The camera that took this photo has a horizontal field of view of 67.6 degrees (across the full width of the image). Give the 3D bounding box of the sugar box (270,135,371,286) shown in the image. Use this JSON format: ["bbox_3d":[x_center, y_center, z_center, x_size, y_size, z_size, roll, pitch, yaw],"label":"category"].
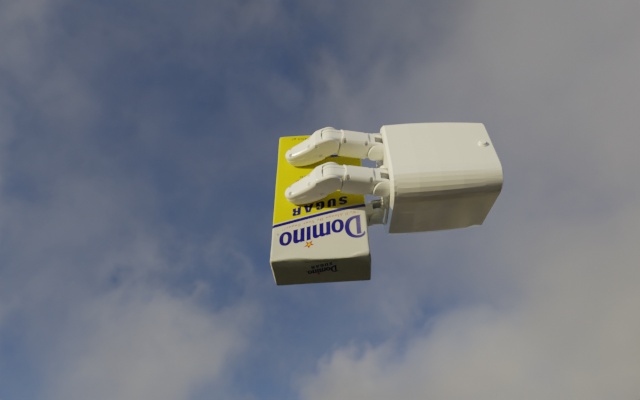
[{"bbox_3d":[0.000,0.001,0.495,0.093,0.048,0.176,-4,44,3],"label":"sugar box"}]
